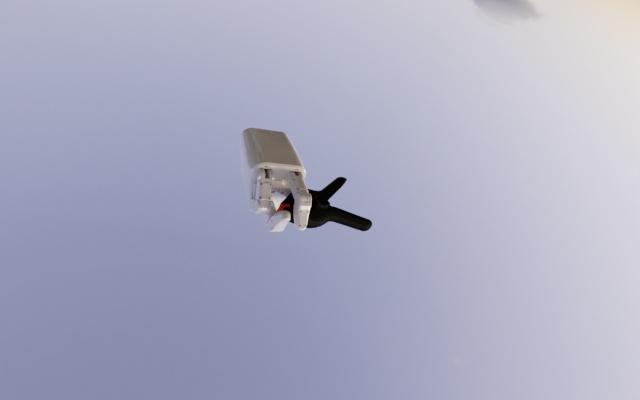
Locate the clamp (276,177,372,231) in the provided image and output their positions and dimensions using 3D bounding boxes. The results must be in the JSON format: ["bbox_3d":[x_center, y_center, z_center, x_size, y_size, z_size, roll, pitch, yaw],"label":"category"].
[{"bbox_3d":[0.000,0.003,0.837,0.171,0.039,0.120,4,42,-28],"label":"clamp"}]
